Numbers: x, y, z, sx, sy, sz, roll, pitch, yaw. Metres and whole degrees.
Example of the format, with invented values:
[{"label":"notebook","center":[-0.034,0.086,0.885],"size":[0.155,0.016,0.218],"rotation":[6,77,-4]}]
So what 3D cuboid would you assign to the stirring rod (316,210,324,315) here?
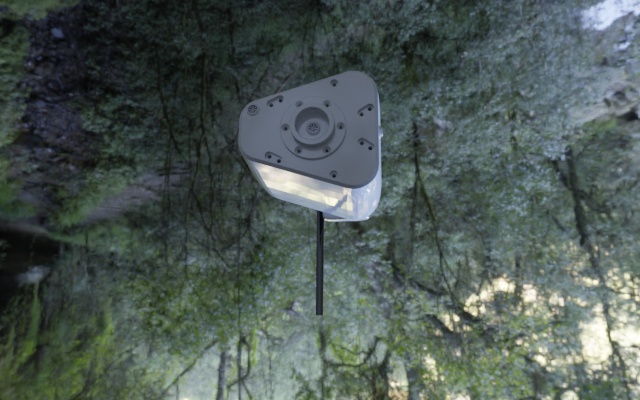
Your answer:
[{"label":"stirring rod","center":[0.000,0.002,0.521],"size":[0.011,0.239,0.011],"rotation":[0,-12,0]}]
